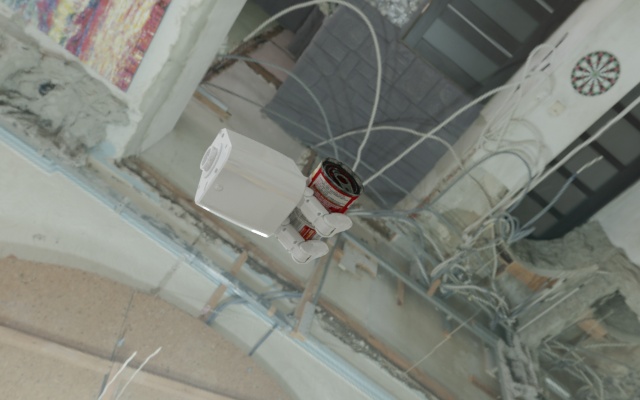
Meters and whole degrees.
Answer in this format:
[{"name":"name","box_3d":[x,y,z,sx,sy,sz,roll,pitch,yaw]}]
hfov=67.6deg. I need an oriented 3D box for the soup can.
[{"name":"soup can","box_3d":[0.000,0.002,0.638,0.068,0.068,0.102,0,-42,-51]}]
